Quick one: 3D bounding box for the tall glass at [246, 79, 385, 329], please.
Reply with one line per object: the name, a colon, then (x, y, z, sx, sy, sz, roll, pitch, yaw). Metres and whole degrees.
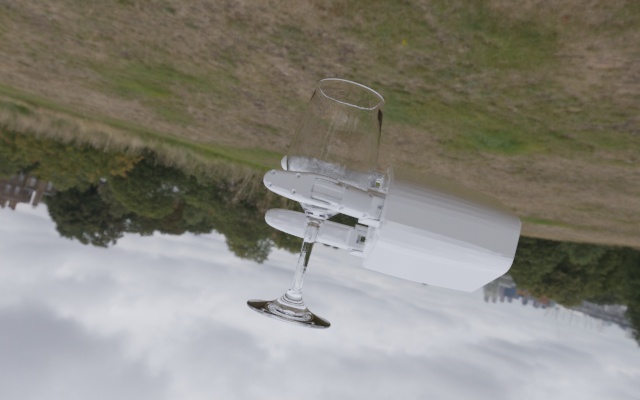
tall glass: (0.000, 0.002, 0.412, 0.079, 0.201, 0.079, 15, -4, 1)
